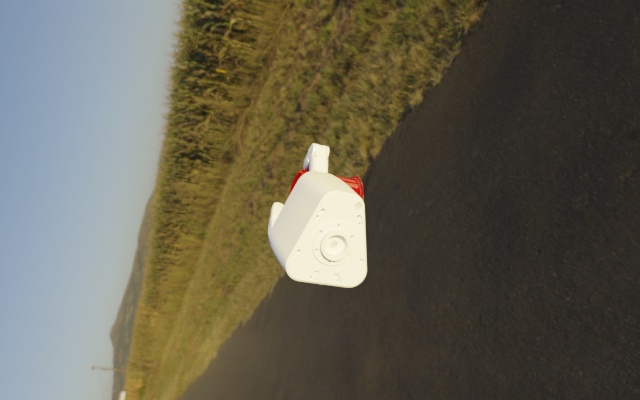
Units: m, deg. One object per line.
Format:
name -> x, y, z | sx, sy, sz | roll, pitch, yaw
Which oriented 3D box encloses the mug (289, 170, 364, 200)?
mug -> 0.000, 0.002, 0.662 | 0.081, 0.093, 0.117 | 11, 10, -17
